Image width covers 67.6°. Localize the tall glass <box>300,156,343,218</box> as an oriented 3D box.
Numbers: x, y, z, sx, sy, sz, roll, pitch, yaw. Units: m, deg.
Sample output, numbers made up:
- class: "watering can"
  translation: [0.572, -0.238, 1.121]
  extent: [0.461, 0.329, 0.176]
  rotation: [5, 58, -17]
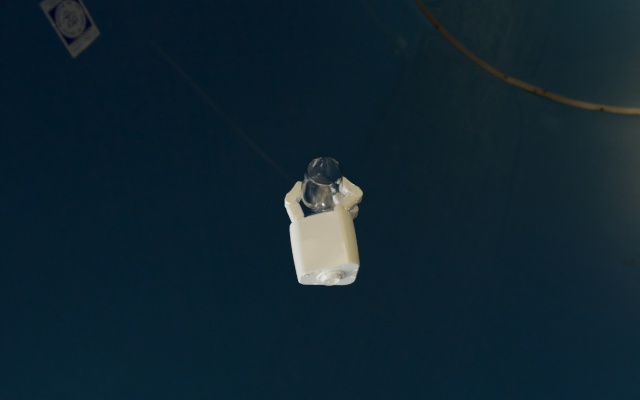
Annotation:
- class: "tall glass"
  translation: [0.000, 0.003, 0.899]
  extent: [0.079, 0.079, 0.201]
  rotation: [0, -34, -4]
